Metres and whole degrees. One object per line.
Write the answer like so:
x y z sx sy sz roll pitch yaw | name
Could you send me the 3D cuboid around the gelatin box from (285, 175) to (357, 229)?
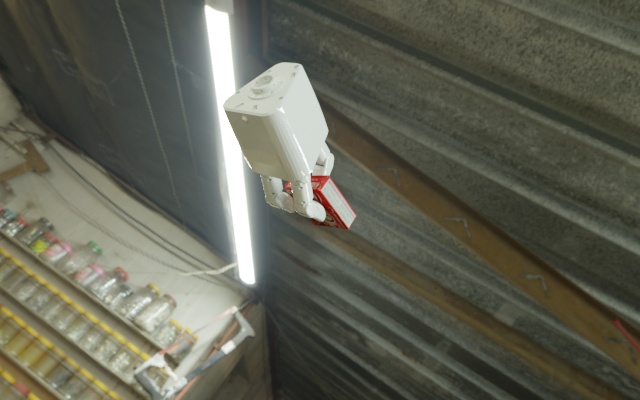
0.001 0.002 0.697 0.073 0.030 0.089 4 -38 44 | gelatin box
